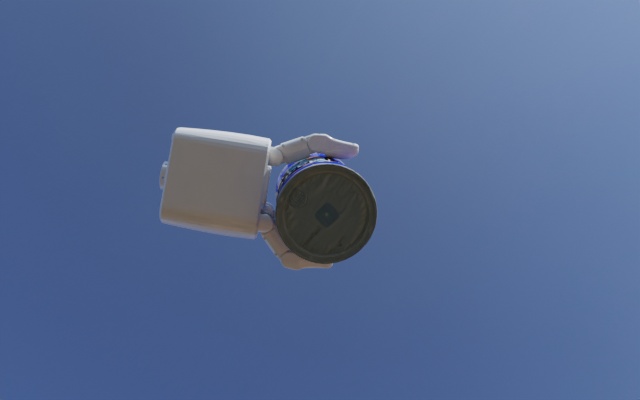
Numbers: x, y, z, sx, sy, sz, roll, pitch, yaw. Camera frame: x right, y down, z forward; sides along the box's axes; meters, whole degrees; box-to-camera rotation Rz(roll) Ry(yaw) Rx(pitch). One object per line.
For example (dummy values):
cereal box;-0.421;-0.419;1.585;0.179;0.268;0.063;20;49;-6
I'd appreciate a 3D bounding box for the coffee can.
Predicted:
coffee can;0.000;0.002;0.542;0.103;0.103;0.140;0;11;-5
